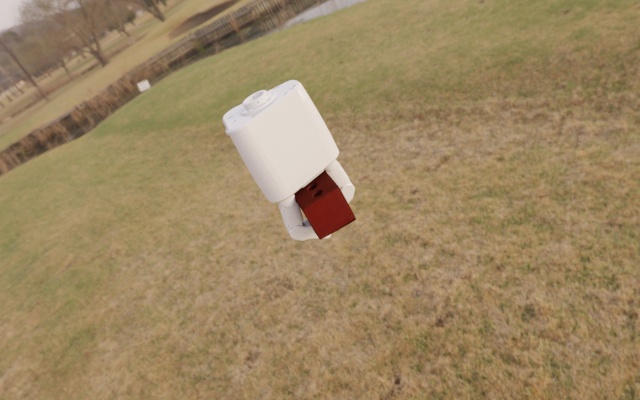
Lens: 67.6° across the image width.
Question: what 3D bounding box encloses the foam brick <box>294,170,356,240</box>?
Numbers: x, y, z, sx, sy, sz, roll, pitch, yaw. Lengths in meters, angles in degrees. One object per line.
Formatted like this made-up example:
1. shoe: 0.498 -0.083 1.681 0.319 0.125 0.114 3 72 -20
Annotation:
1. foam brick: 0.000 0.002 0.599 0.053 0.051 0.078 -31 29 -4
